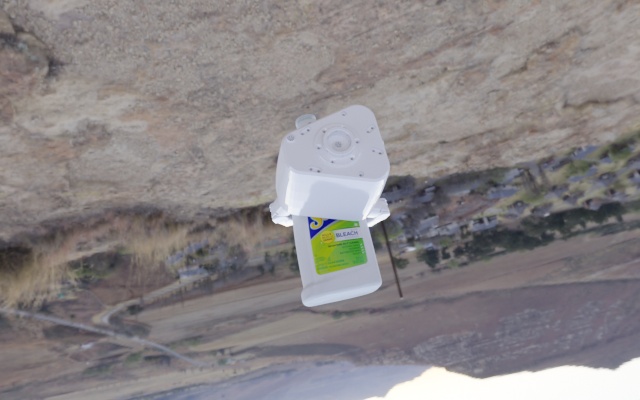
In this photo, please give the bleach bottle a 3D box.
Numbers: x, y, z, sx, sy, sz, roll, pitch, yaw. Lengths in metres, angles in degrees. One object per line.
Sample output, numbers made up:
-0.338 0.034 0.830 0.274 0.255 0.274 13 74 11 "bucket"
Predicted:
0.000 0.002 0.622 0.102 0.250 0.068 -10 -21 -11 "bleach bottle"
